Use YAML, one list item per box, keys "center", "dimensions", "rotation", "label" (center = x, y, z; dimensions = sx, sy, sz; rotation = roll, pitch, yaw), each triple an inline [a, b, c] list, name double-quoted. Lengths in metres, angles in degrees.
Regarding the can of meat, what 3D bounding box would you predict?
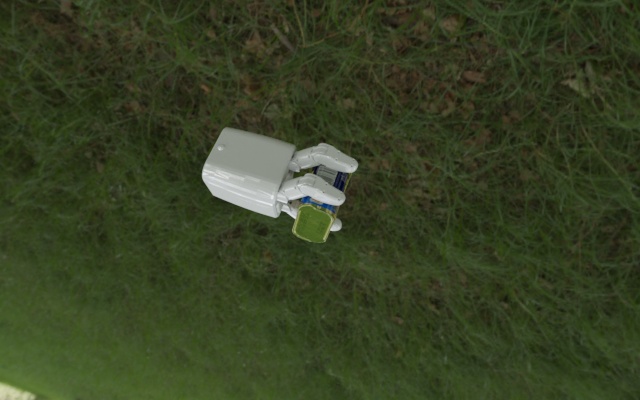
- center: [0.000, 0.003, 0.680]
  dimensions: [0.057, 0.084, 0.102]
  rotation: [19, -32, 0]
  label: "can of meat"
